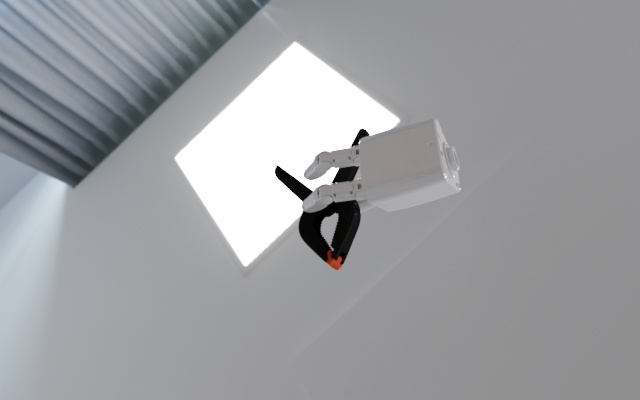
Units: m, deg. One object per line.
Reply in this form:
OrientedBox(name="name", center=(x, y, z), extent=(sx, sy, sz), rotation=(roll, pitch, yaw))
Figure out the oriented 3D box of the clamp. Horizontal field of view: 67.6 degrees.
OrientedBox(name="clamp", center=(0.001, 0.003, 0.692), extent=(0.164, 0.209, 0.036), rotation=(-16, -34, 26))
